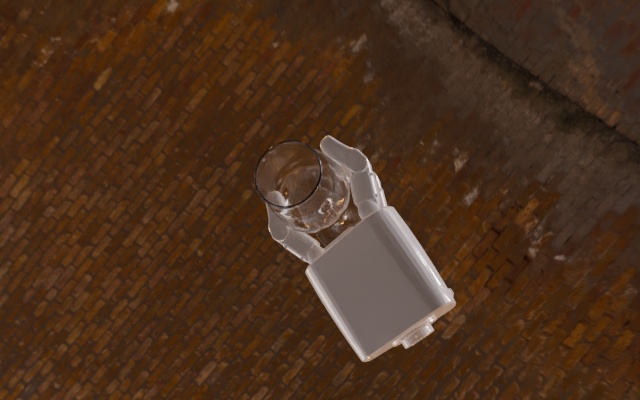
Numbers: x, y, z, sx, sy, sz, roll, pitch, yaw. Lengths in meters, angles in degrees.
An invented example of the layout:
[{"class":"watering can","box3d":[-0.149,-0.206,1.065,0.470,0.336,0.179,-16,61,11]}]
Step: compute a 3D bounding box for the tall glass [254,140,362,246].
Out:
[{"class":"tall glass","box3d":[0.000,0.002,0.501,0.079,0.079,0.201,0,-15,17]}]
